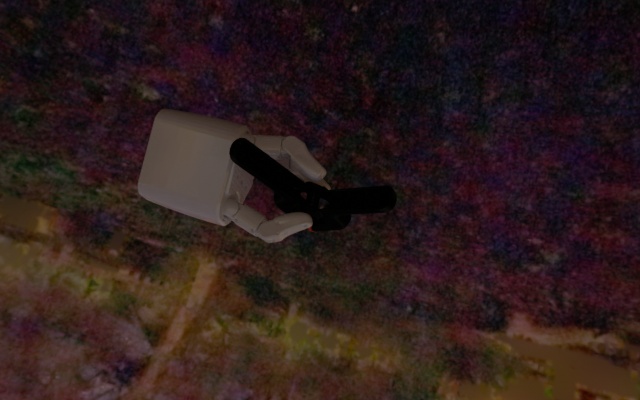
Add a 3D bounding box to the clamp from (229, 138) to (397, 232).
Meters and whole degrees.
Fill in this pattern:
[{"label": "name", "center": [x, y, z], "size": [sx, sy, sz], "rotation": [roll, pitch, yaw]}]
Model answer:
[{"label": "clamp", "center": [0.000, 0.003, 0.530], "size": [0.164, 0.036, 0.210], "rotation": [18, -15, 11]}]
